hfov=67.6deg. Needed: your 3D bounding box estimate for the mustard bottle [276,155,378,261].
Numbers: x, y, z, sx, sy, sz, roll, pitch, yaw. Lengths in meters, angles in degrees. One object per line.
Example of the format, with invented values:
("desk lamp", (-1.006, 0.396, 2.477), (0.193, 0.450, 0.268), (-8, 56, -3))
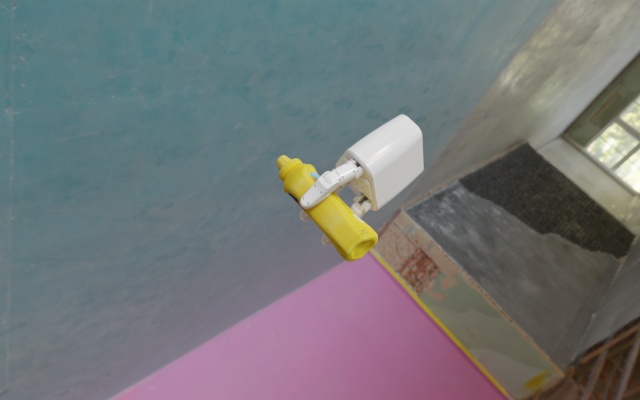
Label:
("mustard bottle", (0.000, 0.003, 0.705), (0.058, 0.191, 0.096), (-45, -19, 8))
